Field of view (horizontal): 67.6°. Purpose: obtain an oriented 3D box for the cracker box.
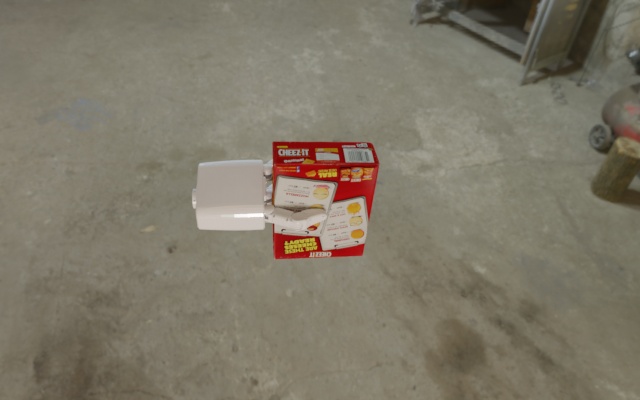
[{"bbox_3d":[0.000,0.003,0.808,0.164,0.214,0.072,-1,43,-6],"label":"cracker box"}]
